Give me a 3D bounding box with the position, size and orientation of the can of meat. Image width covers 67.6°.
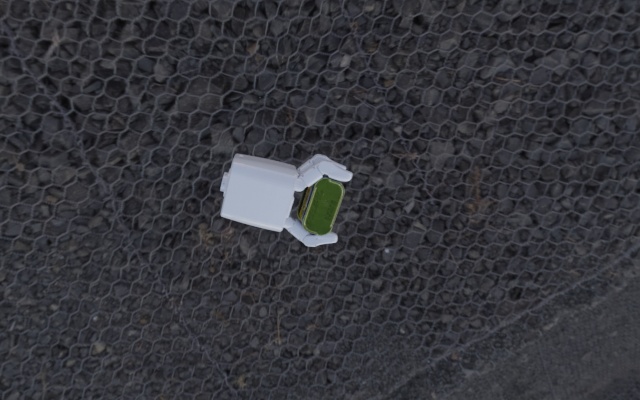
[{"bbox_3d":[0.000,0.003,0.817,0.057,0.102,0.084,17,10,-10],"label":"can of meat"}]
